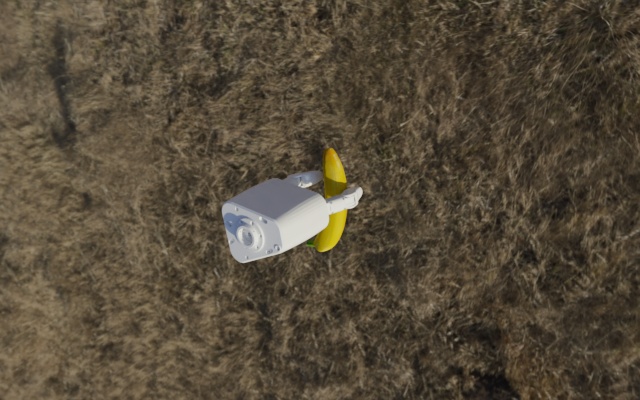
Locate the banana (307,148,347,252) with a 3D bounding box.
[{"bbox_3d":[0.014,0.014,0.781,0.069,0.198,0.037,30,35,28],"label":"banana"}]
